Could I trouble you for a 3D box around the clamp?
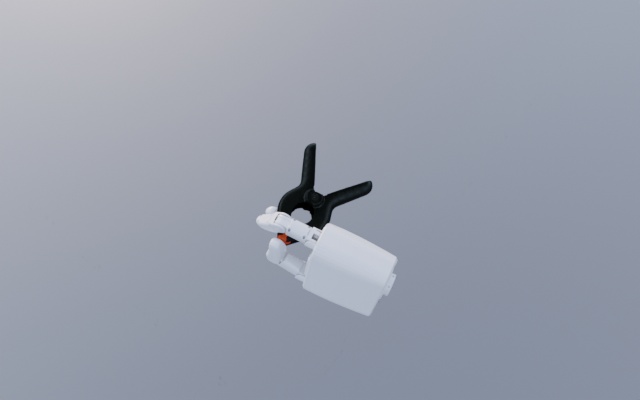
[{"bbox_3d":[0.000,0.002,0.708,0.120,0.171,0.039,24,-24,8],"label":"clamp"}]
